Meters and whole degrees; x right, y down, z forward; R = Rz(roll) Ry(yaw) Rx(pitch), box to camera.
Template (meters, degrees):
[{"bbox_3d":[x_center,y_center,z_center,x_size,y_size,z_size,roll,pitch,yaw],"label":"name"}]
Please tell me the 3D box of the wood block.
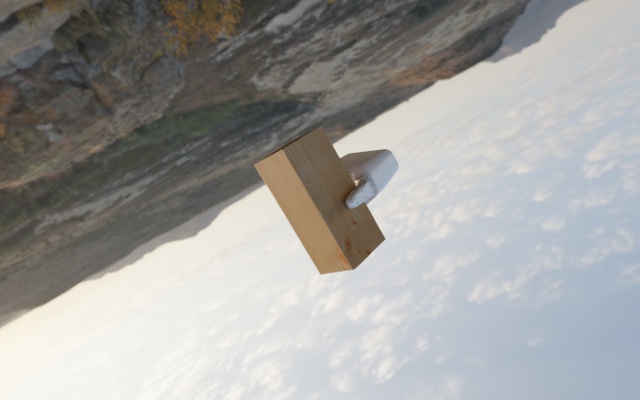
[{"bbox_3d":[0.001,0.002,0.744,0.090,0.206,0.091,-38,11,-38],"label":"wood block"}]
